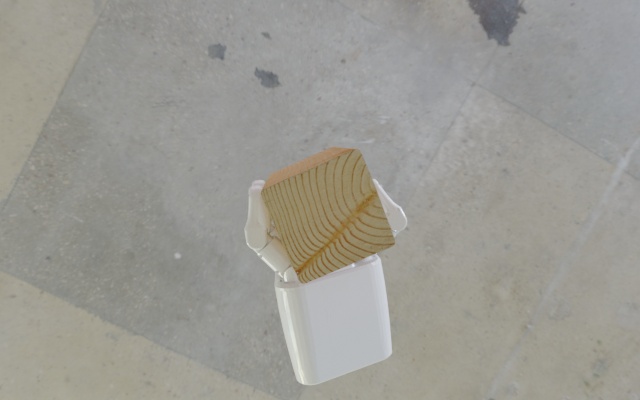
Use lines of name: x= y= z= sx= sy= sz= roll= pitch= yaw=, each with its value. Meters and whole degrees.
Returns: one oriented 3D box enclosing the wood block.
wood block: x=0.001 y=0.002 z=0.496 sx=0.091 sy=0.090 sz=0.206 roll=-23 pitch=8 yaw=-1
